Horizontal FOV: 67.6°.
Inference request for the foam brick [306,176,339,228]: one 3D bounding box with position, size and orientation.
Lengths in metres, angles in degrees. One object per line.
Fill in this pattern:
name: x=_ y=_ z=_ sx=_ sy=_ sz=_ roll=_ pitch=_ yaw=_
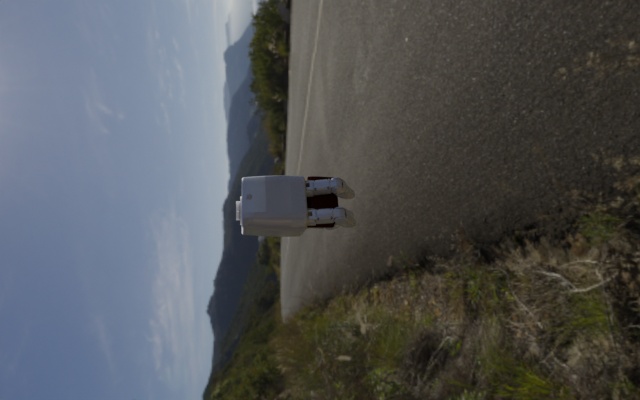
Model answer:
foam brick: x=0.000 y=0.003 z=0.842 sx=0.051 sy=0.078 sz=0.053 roll=2 pitch=-29 yaw=-11
